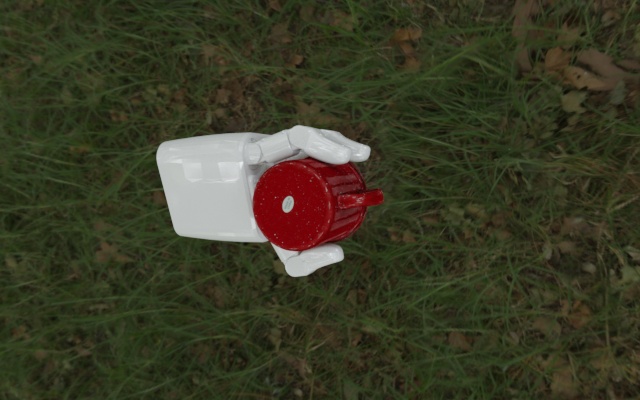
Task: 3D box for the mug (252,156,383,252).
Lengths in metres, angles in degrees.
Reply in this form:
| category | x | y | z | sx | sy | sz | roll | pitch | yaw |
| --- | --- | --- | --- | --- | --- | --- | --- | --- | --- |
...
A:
| category | x | y | z | sx | sy | sz | roll | pitch | yaw |
| --- | --- | --- | --- | --- | --- | --- | --- | --- | --- |
| mug | 0.001 | 0.002 | 0.446 | 0.117 | 0.093 | 0.081 | -1 | 5 | 23 |
